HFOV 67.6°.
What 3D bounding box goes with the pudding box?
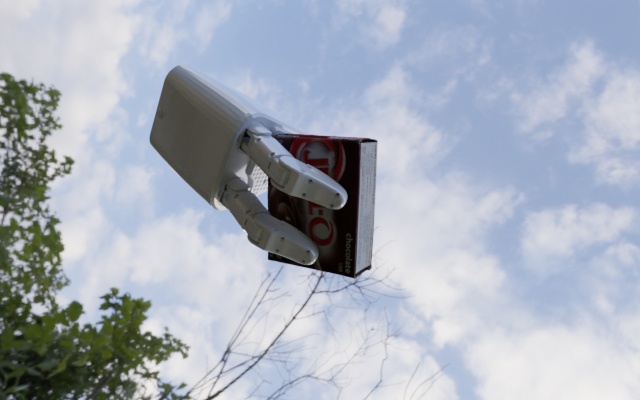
[{"bbox_3d":[0.000,0.001,0.406,0.090,0.113,0.039,7,13,33],"label":"pudding box"}]
